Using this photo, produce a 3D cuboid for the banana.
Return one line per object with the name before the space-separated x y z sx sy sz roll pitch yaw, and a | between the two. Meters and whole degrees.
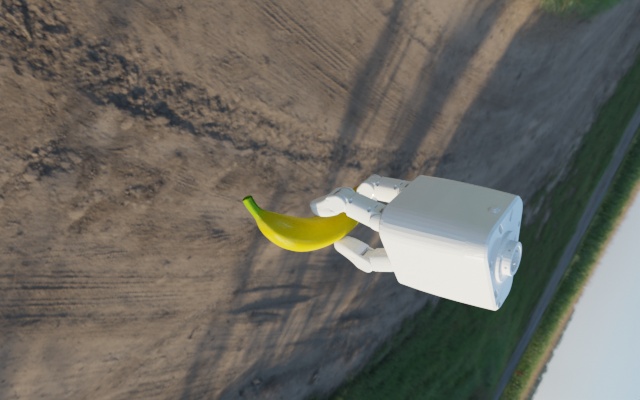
banana | 0.000 0.021 0.556 0.037 0.069 0.198 -5 1 43
